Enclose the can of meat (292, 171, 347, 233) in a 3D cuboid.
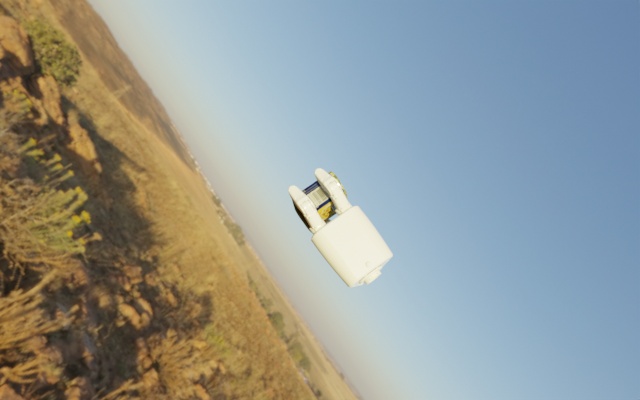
[{"bbox_3d":[0.000,0.003,0.857,0.084,0.057,0.102,-34,-18,-9],"label":"can of meat"}]
